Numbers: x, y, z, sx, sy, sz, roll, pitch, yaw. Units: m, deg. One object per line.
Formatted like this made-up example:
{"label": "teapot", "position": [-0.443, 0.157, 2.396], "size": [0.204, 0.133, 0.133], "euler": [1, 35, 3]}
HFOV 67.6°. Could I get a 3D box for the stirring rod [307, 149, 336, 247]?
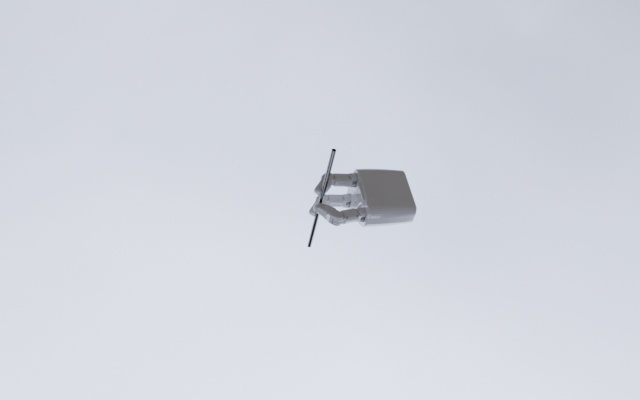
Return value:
{"label": "stirring rod", "position": [0.000, 0.003, 0.896], "size": [0.011, 0.240, 0.011], "euler": [8, 40, -7]}
